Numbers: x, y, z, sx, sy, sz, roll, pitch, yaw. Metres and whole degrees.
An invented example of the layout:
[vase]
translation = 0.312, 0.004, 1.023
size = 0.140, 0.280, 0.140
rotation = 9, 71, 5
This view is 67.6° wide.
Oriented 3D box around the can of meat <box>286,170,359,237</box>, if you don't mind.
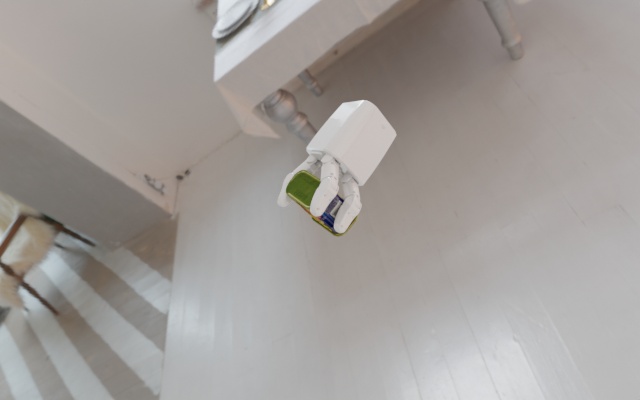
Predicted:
[can of meat]
translation = 0.000, 0.002, 0.775
size = 0.084, 0.057, 0.102
rotation = 43, -6, -39
